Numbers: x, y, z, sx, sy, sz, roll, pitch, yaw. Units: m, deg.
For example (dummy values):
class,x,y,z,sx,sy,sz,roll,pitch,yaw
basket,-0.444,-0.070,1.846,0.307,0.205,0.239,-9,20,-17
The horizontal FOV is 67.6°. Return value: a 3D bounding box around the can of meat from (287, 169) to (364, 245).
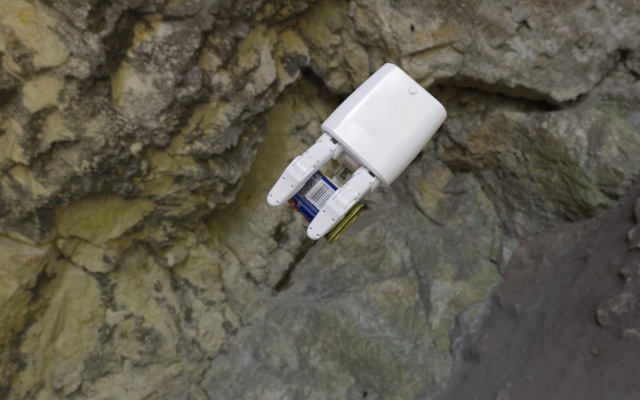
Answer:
class,x,y,z,sx,sy,sz,roll,pitch,yaw
can of meat,0.000,0.002,0.556,0.084,0.057,0.102,43,-2,7
